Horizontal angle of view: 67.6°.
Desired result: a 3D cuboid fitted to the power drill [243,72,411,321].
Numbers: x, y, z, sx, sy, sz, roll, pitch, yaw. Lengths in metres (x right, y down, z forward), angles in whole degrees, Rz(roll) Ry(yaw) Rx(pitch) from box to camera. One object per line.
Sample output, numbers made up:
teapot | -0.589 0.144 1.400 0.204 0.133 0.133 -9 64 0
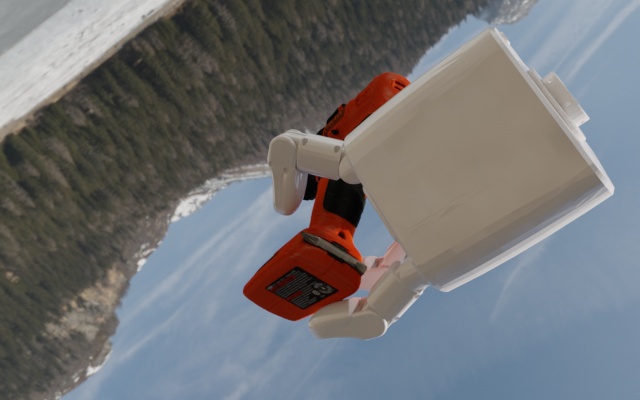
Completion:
power drill | 0.000 0.002 0.401 0.057 0.187 0.184 29 -37 -14
